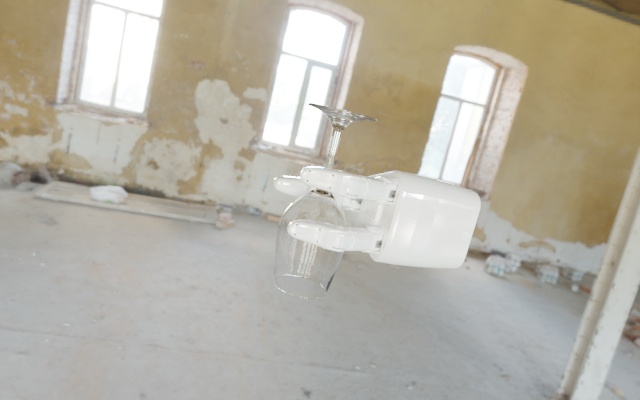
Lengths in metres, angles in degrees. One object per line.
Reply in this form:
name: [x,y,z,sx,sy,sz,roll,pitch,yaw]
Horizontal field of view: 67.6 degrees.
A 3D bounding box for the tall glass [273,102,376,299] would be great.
tall glass: [0.000,0.001,0.518,0.079,0.201,0.079,14,10,-2]
